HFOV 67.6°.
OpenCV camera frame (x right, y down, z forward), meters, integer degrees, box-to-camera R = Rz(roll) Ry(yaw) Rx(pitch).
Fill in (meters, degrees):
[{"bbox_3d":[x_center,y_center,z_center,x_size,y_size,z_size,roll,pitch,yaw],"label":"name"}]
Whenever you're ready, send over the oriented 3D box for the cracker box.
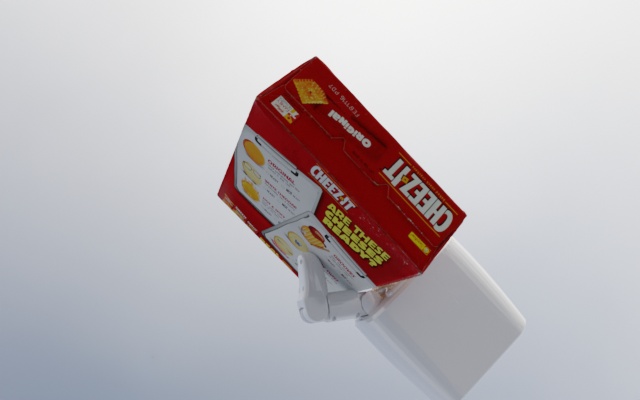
[{"bbox_3d":[0.000,0.002,0.423,0.072,0.164,0.214,-44,1,-26],"label":"cracker box"}]
